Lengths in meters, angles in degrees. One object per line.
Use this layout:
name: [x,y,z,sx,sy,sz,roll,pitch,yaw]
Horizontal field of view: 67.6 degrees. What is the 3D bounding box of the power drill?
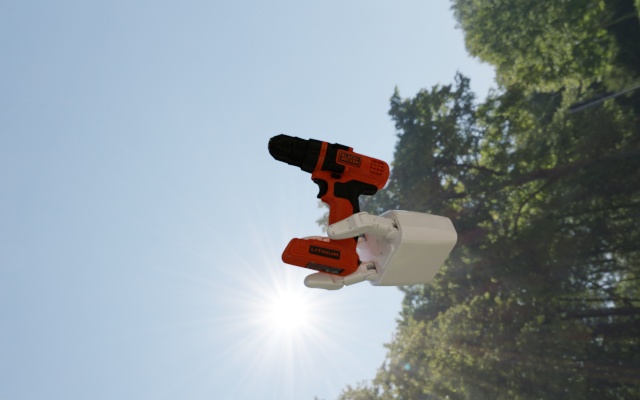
power drill: [0.000,0.003,0.675,0.184,0.187,0.057,14,-21,-6]
